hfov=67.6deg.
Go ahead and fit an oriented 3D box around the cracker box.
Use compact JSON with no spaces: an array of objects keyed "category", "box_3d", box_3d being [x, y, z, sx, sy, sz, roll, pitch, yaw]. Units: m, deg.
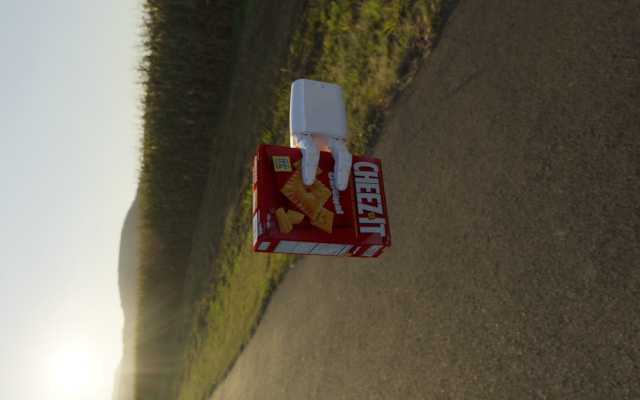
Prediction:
[{"category":"cracker box","box_3d":[0.000,0.003,0.778,0.214,0.164,0.072,5,-26,-19]}]
